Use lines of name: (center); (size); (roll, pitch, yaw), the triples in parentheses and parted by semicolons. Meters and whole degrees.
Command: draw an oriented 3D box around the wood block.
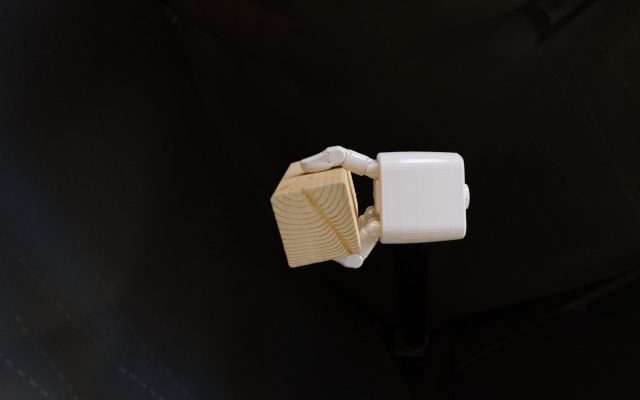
wood block: (0.000, 0.002, 0.648); (0.090, 0.091, 0.206); (-12, 14, 6)
